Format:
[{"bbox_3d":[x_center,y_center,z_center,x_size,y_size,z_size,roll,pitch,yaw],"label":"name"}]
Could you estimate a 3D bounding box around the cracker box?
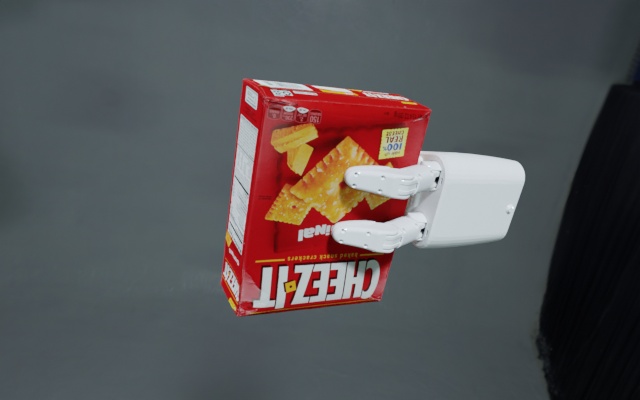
[{"bbox_3d":[0.000,0.001,0.463,0.164,0.214,0.072,0,24,-25],"label":"cracker box"}]
